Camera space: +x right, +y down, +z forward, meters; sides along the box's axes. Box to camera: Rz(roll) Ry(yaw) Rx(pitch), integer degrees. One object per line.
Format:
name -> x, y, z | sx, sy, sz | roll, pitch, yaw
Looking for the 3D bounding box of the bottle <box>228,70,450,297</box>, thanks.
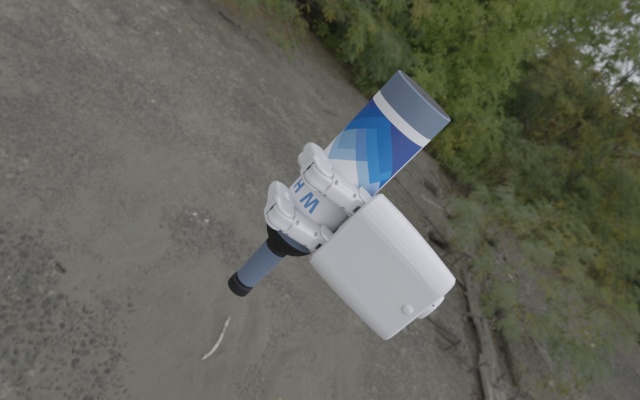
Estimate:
bottle -> 0.000, 0.001, 0.490 | 0.296, 0.069, 0.069 | -46, -21, 22
